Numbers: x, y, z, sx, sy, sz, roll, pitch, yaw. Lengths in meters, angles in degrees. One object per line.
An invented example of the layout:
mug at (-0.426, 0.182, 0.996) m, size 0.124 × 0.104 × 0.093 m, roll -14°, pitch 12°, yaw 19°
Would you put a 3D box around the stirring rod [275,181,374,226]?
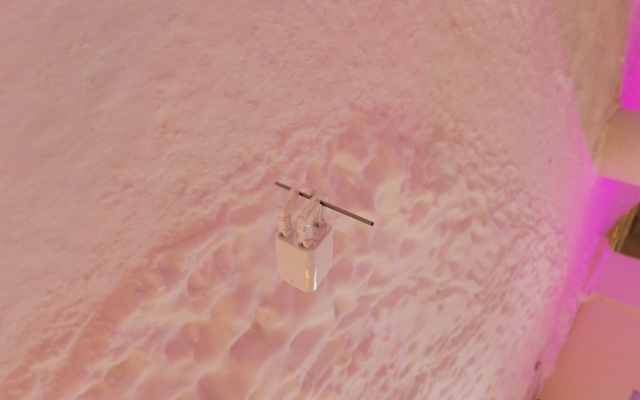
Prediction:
stirring rod at (0.000, 0.003, 0.894) m, size 0.239 × 0.011 × 0.011 m, roll 23°, pitch 14°, yaw 36°
